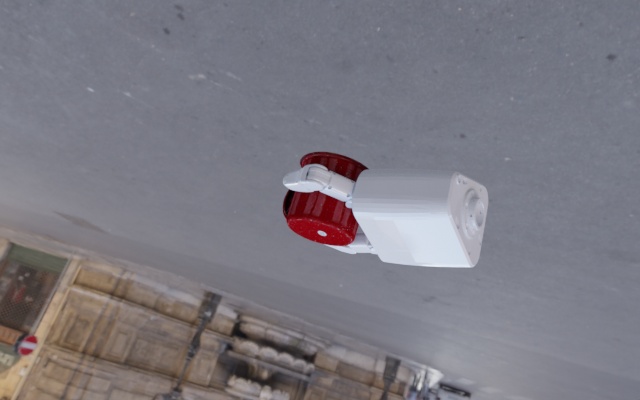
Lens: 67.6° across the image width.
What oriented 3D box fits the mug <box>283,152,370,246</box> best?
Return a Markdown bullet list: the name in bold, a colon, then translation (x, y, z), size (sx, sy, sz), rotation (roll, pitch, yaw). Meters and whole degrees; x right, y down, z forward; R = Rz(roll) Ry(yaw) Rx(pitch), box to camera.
- **mug**: translation (-0.001, 0.002, 0.562), size (0.117, 0.081, 0.093), rotation (0, -27, 38)
